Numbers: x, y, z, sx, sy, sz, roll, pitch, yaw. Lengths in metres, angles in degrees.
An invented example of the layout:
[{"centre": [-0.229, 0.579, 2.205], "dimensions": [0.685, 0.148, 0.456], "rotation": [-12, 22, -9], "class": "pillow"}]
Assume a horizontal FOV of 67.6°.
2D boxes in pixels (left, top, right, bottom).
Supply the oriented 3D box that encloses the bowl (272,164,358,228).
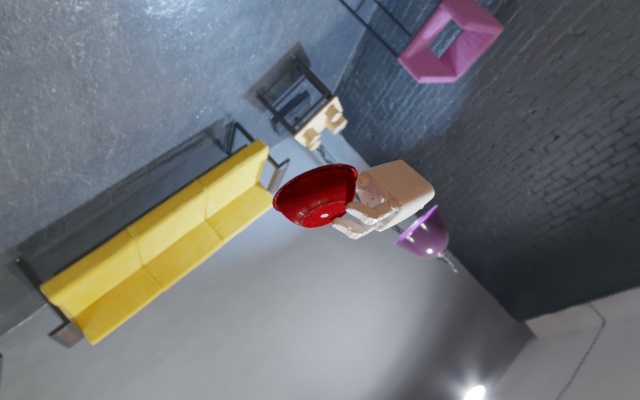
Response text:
[{"centre": [-0.001, 0.003, 0.833], "dimensions": [0.162, 0.055, 0.162], "rotation": [-19, -23, -8], "class": "bowl"}]
